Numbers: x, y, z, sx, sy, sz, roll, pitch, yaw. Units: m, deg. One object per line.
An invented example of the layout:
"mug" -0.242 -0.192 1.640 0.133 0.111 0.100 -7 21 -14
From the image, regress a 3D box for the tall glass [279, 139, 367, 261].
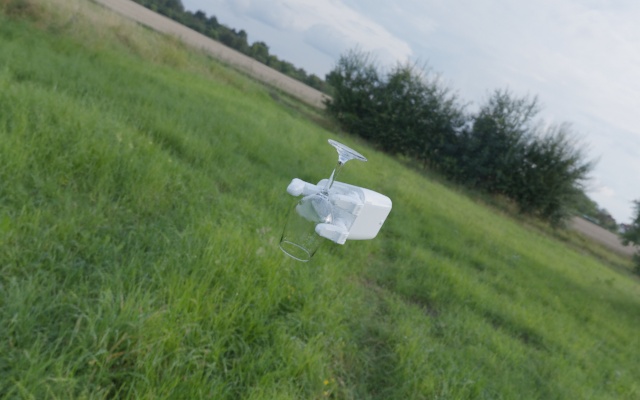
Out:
"tall glass" 0.000 0.002 0.808 0.079 0.201 0.079 26 13 -7
